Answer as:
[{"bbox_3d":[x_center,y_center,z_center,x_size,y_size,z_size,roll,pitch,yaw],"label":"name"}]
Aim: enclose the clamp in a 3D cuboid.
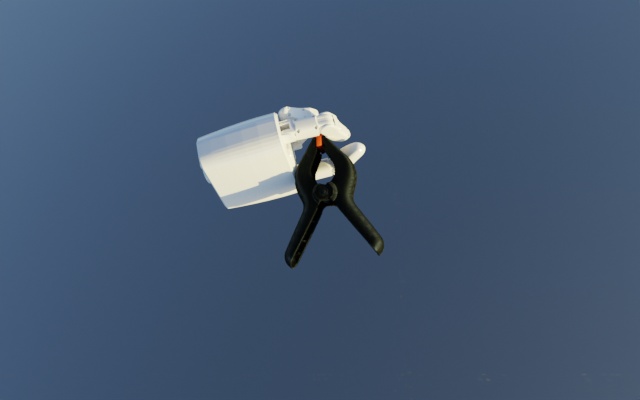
[{"bbox_3d":[0.000,0.002,0.591,0.120,0.171,0.039,-16,-23,3],"label":"clamp"}]
